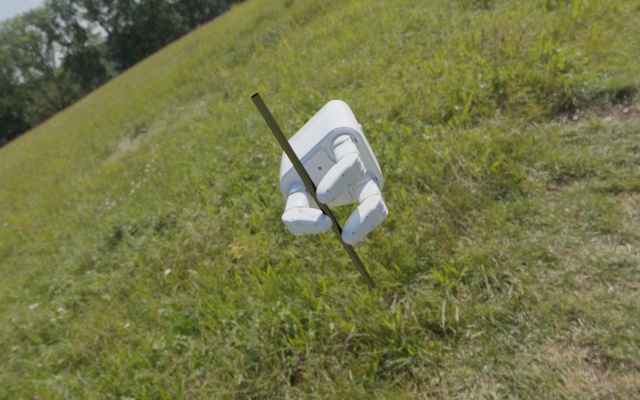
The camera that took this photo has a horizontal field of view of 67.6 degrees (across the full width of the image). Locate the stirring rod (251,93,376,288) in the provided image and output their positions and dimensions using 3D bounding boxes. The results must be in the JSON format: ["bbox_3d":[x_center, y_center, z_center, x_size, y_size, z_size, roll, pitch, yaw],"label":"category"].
[{"bbox_3d":[0.000,0.002,0.461,0.011,0.240,0.011,-24,29,14],"label":"stirring rod"}]
